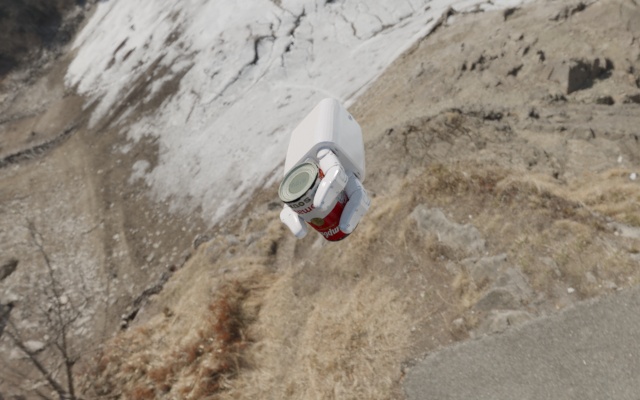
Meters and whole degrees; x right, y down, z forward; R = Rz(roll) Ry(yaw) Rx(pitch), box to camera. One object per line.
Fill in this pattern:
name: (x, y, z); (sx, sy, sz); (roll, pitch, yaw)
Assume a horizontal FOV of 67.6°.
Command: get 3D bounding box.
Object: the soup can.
soup can: (0.000, 0.002, 0.653); (0.068, 0.068, 0.102); (0, -33, 46)
